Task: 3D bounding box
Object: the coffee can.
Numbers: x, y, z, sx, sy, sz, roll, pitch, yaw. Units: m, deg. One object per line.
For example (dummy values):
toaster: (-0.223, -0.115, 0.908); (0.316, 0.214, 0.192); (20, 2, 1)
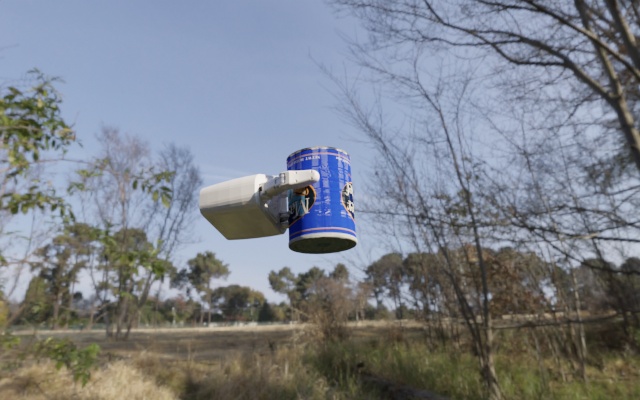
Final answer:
coffee can: (0.000, 0.002, 0.731); (0.103, 0.140, 0.103); (-3, -19, -1)
